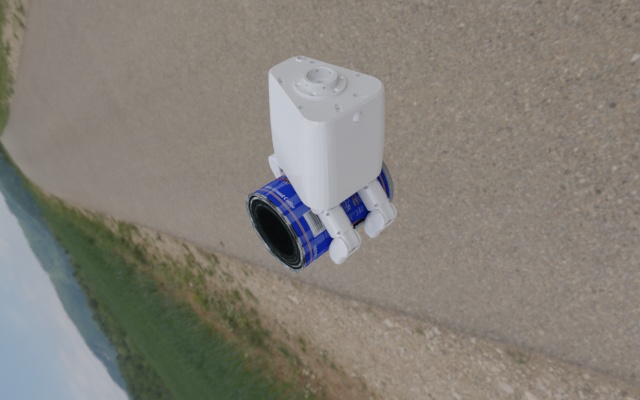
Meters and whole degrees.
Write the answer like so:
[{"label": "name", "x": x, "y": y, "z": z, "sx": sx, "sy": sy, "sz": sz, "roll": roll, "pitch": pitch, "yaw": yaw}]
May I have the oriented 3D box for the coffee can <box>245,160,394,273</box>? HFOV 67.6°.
[{"label": "coffee can", "x": 0.000, "y": 0.002, "z": 0.554, "sx": 0.140, "sy": 0.103, "sz": 0.103, "roll": -34, "pitch": 17, "yaw": -26}]
